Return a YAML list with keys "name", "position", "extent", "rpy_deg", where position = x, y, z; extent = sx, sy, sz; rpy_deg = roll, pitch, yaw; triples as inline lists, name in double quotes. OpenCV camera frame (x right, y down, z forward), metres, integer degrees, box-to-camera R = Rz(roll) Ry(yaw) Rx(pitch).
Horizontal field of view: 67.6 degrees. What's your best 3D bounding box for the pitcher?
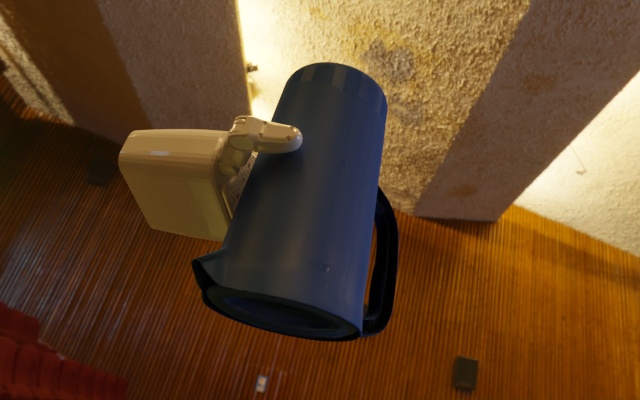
- name: "pitcher"
  position: [0.000, 0.001, 0.441]
  extent: [0.145, 0.242, 0.149]
  rpy_deg: [5, -28, 17]
